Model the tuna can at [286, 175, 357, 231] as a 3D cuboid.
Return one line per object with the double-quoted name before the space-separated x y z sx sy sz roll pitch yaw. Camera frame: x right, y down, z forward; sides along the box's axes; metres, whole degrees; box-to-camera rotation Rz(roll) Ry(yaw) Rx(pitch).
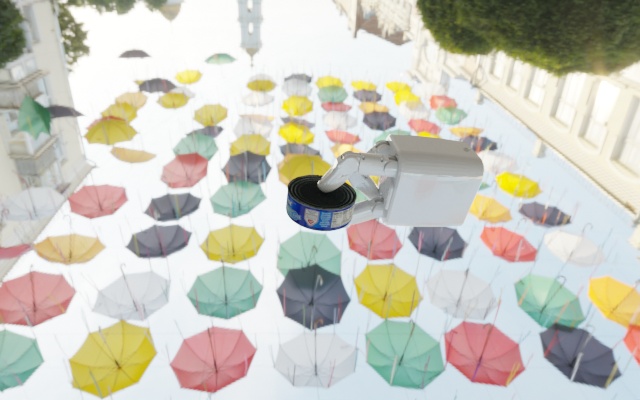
"tuna can" 0.000 0.002 0.591 0.086 0.034 0.086 7 29 -4
